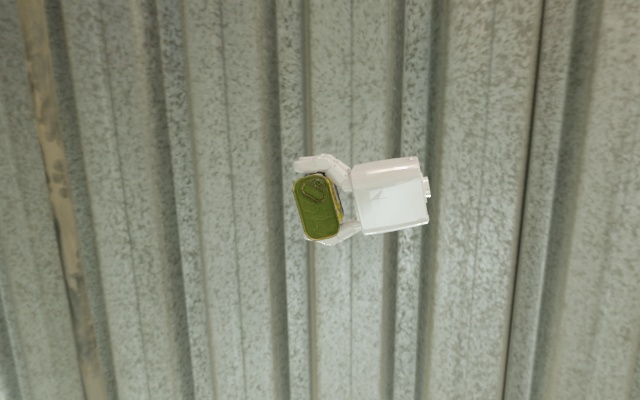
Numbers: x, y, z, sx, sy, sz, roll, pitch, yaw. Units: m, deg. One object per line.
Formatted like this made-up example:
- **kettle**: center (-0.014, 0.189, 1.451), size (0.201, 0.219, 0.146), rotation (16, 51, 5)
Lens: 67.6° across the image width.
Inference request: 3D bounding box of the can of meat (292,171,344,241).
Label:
- **can of meat**: center (0.000, 0.003, 0.763), size (0.057, 0.102, 0.084), rotation (-13, 11, 12)
